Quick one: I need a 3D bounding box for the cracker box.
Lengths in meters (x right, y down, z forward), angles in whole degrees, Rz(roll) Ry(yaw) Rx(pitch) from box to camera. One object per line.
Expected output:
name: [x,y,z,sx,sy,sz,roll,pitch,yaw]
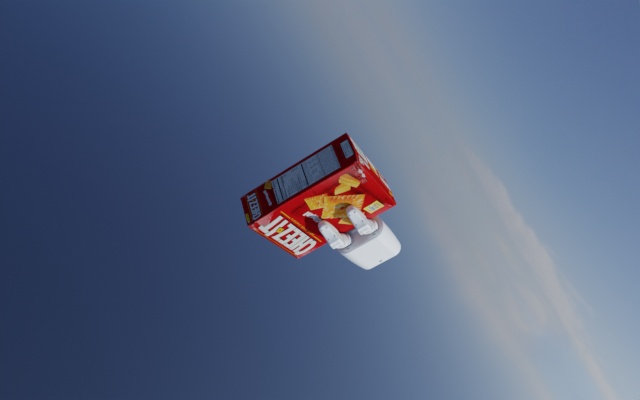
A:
cracker box: [0.000,0.002,0.816,0.214,0.072,0.164,-30,-38,14]
